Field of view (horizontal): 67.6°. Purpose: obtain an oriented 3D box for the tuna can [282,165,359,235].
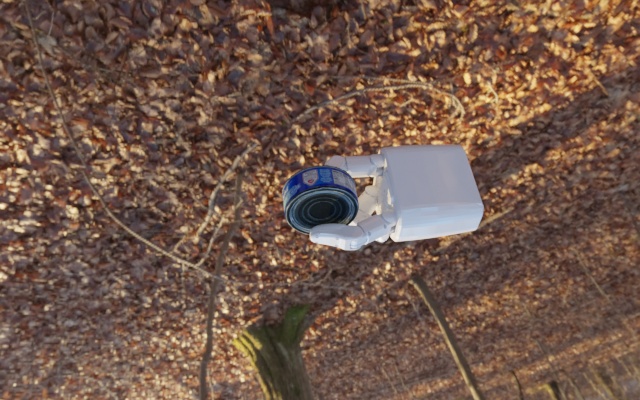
[{"bbox_3d":[0.000,0.002,0.543,0.086,0.033,0.086,-5,-41,-4],"label":"tuna can"}]
